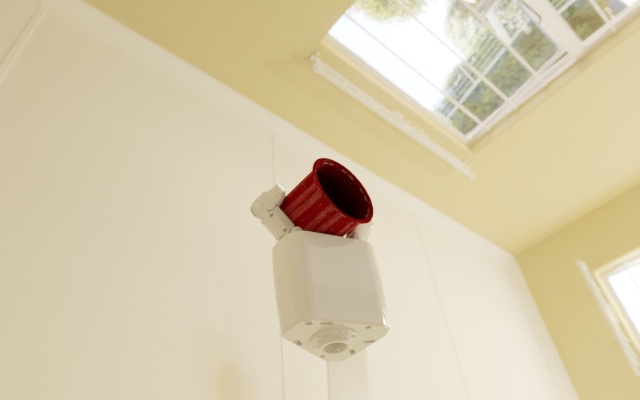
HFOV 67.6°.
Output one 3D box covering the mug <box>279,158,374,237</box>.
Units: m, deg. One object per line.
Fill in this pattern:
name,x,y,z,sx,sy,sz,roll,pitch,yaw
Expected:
mug,0.000,0.001,0.572,0.093,0.117,0.081,27,-53,-32
